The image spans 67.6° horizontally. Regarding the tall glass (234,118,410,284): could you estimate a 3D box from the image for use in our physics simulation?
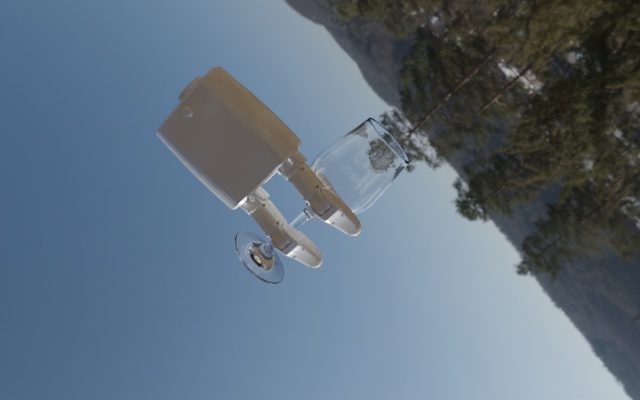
[{"bbox_3d":[0.000,0.002,0.513,0.201,0.079,0.079,-42,-16,19],"label":"tall glass"}]
